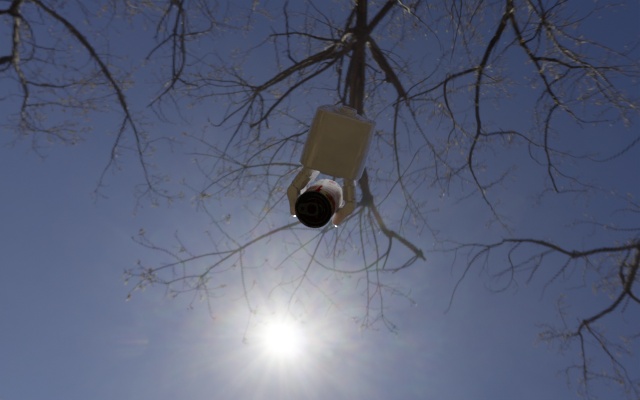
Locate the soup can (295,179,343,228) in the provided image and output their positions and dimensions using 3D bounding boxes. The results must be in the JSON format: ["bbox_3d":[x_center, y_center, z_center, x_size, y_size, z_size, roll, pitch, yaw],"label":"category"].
[{"bbox_3d":[0.000,0.003,0.874,0.068,0.068,0.102,0,15,15],"label":"soup can"}]
